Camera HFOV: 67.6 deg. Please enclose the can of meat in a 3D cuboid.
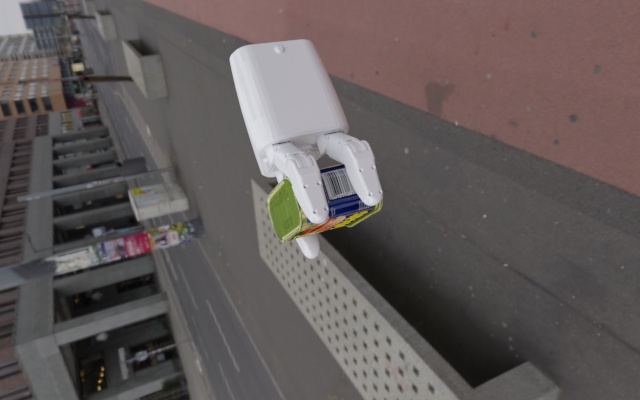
[{"bbox_3d":[0.000,0.002,0.476,0.084,0.057,0.102,-14,-10,-23],"label":"can of meat"}]
